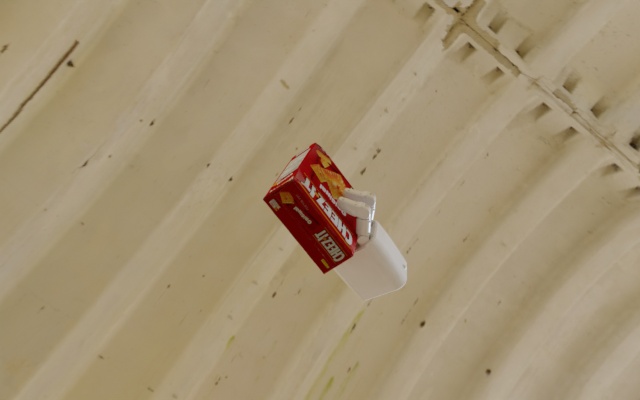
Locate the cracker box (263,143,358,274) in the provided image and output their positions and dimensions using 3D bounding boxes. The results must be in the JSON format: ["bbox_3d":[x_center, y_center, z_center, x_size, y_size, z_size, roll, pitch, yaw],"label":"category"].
[{"bbox_3d":[0.000,0.003,0.849,0.072,0.164,0.213,-34,13,21],"label":"cracker box"}]
